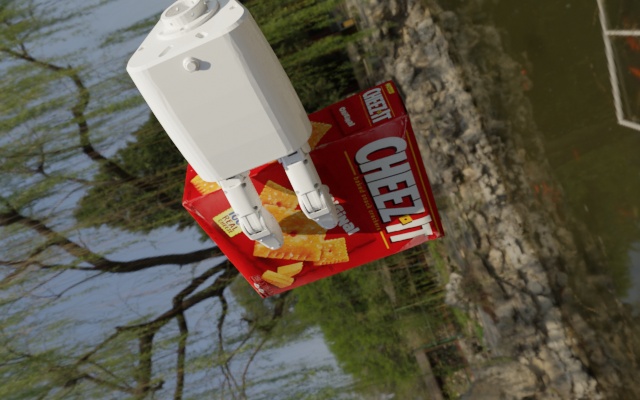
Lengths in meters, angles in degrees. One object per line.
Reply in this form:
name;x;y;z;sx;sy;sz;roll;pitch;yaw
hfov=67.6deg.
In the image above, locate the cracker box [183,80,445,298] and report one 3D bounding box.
cracker box;0.000;0.002;0.478;0.214;0.164;0.072;-20;41;10
